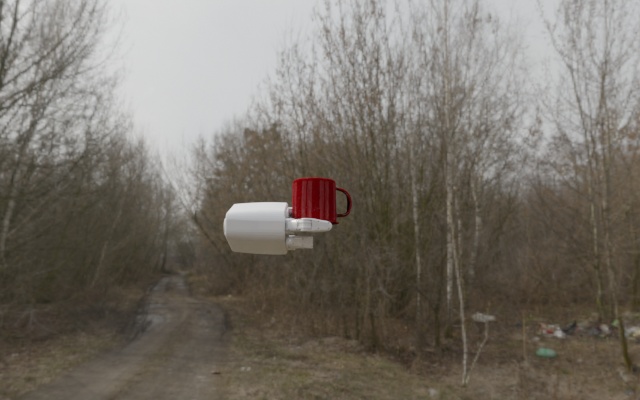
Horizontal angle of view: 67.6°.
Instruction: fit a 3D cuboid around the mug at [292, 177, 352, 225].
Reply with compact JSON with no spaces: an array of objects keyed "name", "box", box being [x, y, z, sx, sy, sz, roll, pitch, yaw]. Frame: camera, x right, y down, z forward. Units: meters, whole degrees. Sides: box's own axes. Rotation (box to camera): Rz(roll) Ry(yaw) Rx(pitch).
[{"name":"mug","box":[0.002,0.003,0.888,0.117,0.081,0.093,0,-7,-3]}]
